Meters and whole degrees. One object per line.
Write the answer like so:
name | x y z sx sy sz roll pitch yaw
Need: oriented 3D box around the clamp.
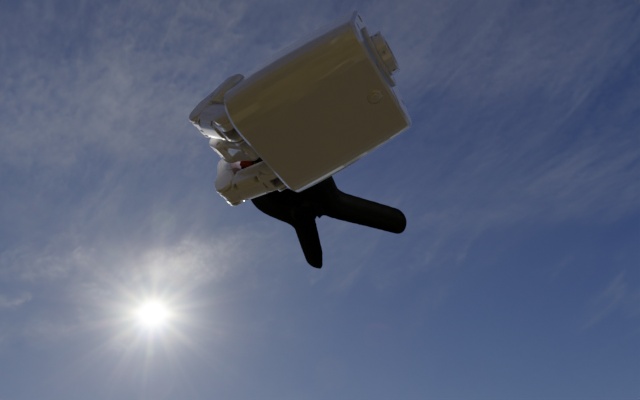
clamp | 0.000 0.001 0.451 0.120 0.039 0.171 -25 -47 20
